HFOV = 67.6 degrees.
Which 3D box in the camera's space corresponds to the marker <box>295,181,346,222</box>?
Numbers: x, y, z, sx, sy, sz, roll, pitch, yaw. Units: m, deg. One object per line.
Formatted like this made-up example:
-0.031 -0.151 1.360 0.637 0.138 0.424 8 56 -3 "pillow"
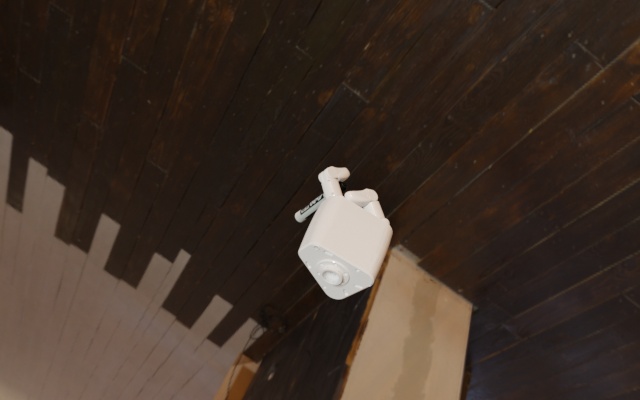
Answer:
0.000 0.003 0.787 0.020 0.020 0.121 0 -27 -44 "marker"
